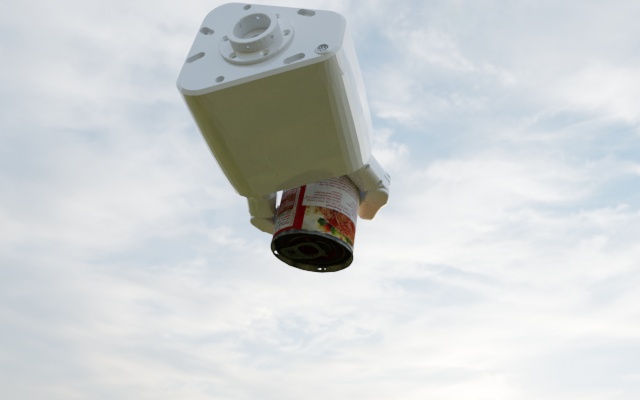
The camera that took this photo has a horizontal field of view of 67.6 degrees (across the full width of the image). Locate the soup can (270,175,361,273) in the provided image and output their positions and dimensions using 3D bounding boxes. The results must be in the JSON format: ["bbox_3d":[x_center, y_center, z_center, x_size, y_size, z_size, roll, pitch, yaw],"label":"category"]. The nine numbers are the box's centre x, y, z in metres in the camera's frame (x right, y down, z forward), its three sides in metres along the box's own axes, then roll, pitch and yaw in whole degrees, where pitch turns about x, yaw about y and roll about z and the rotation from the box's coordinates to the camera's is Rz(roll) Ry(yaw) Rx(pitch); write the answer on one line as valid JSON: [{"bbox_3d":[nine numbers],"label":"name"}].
[{"bbox_3d":[0.000,0.001,0.410,0.068,0.102,0.069,7,-33,5],"label":"soup can"}]
